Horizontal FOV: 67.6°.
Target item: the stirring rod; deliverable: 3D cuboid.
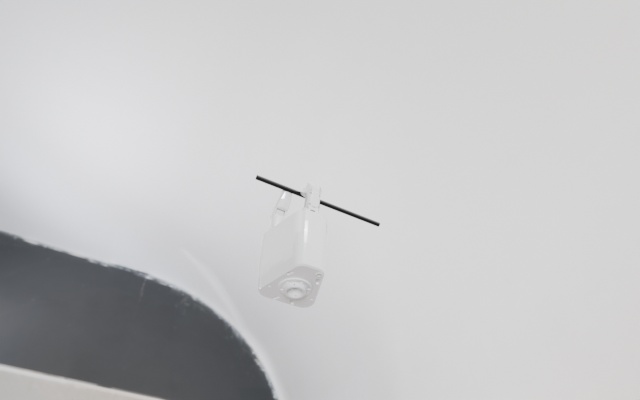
[{"bbox_3d":[0.000,0.003,0.829,0.239,0.011,0.011,21,-7,-19],"label":"stirring rod"}]
